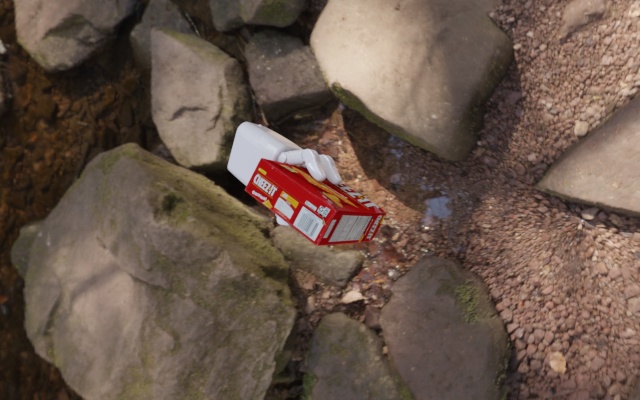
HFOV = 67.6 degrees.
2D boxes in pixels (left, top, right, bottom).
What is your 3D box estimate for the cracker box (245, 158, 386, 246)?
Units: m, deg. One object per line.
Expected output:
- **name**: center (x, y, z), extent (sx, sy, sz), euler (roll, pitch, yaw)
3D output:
- **cracker box**: center (0.000, 0.003, 0.826), extent (0.164, 0.072, 0.214), euler (35, 14, 25)
